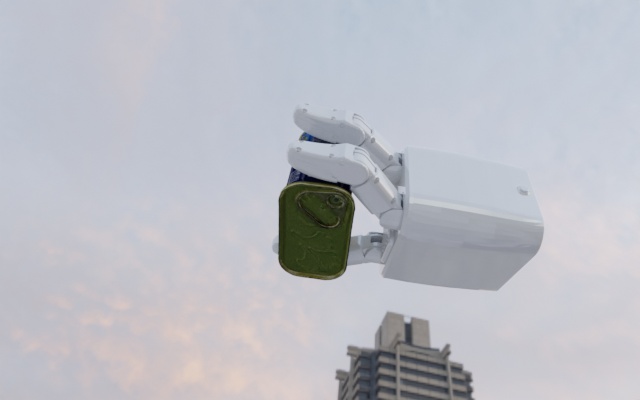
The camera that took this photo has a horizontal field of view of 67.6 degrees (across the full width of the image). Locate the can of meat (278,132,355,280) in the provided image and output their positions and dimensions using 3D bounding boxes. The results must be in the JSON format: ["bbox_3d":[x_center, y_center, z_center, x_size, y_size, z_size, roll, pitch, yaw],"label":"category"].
[{"bbox_3d":[0.000,0.001,0.403,0.057,0.102,0.084,7,41,3],"label":"can of meat"}]
